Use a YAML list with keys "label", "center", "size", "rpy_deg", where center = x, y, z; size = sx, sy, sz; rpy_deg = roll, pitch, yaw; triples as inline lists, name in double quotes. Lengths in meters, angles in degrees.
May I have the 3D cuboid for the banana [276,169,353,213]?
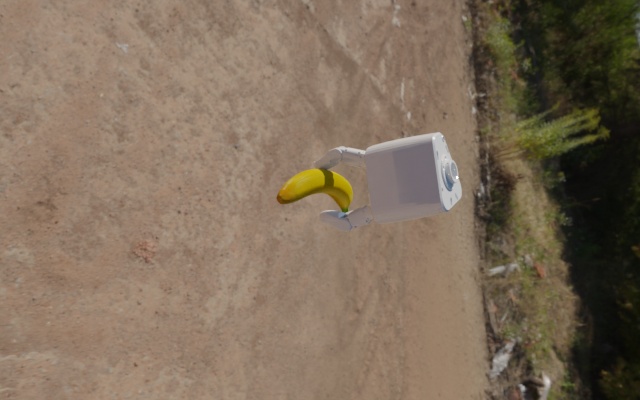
- label: "banana"
  center: [0.003, -0.015, 0.741]
  size: [0.037, 0.069, 0.198]
  rpy_deg: [-5, -12, 34]
